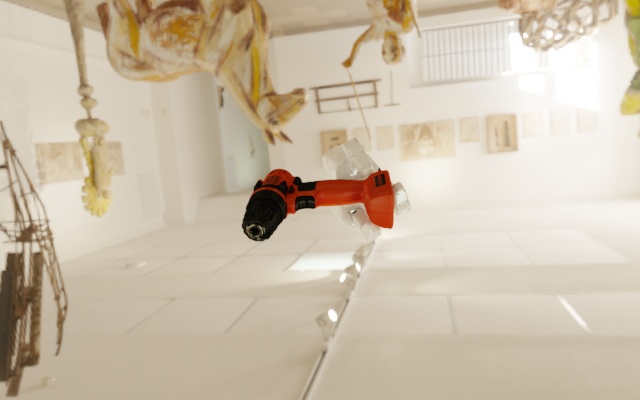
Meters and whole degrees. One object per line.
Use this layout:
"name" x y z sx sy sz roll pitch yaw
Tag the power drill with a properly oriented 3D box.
"power drill" 0.001 0.002 0.625 0.187 0.057 0.184 1 23 5
